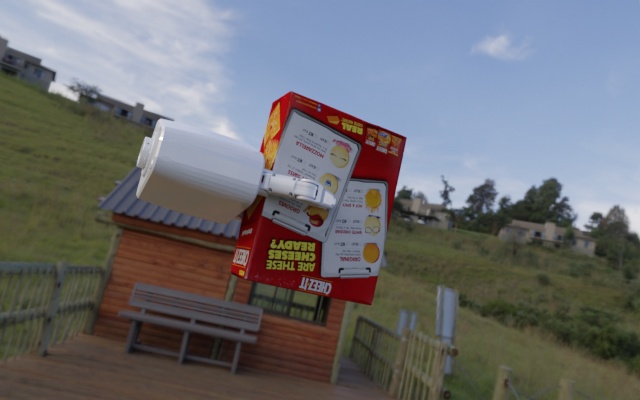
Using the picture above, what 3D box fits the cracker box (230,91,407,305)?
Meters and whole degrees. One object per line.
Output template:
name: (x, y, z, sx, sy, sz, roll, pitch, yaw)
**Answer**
cracker box: (0.000, 0.002, 0.572, 0.164, 0.213, 0.072, 17, -9, -24)
